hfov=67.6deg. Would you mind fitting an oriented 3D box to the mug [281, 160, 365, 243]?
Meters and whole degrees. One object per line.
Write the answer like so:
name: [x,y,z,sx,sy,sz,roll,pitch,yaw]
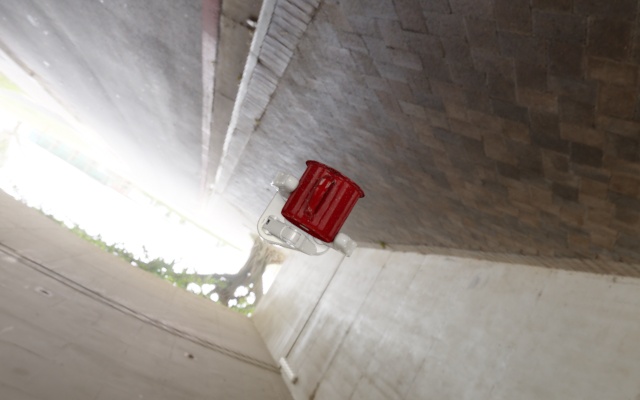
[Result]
mug: [0.000,0.002,0.631,0.093,0.081,0.117,30,-10,4]
